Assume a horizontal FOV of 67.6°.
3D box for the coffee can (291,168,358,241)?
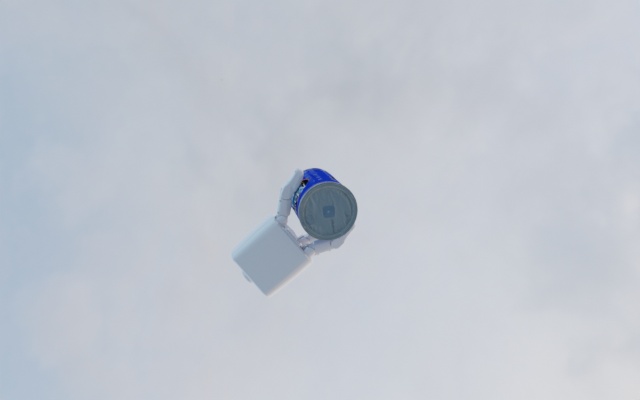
[{"bbox_3d":[0.000,0.003,0.871,0.103,0.103,0.140,0,14,-12],"label":"coffee can"}]
